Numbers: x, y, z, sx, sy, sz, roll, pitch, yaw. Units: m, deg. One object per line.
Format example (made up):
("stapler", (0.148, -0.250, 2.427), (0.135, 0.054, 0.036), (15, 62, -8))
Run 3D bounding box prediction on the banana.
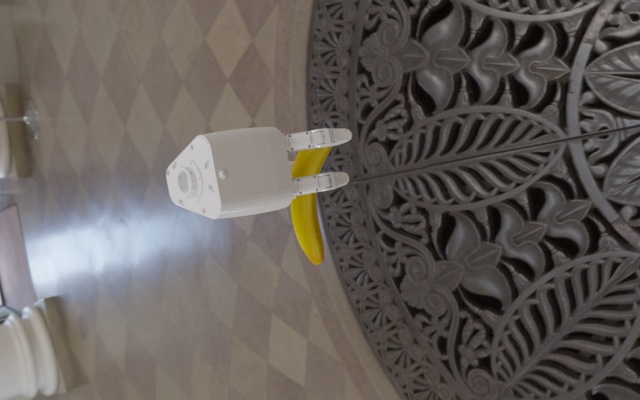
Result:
("banana", (-0.013, -0.007, 0.670), (0.069, 0.198, 0.037), (24, 25, 37))
